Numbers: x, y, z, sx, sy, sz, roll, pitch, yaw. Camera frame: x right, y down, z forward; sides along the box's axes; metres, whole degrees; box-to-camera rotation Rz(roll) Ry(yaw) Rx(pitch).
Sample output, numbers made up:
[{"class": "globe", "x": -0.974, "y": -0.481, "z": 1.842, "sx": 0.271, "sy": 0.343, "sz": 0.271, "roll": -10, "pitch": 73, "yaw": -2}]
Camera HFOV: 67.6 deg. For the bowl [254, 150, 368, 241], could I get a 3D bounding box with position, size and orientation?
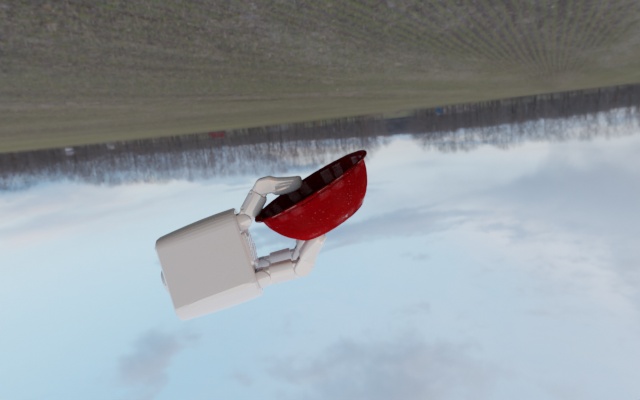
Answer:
[{"class": "bowl", "x": 0.001, "y": 0.002, "z": 0.592, "sx": 0.162, "sy": 0.055, "sz": 0.162, "roll": -32, "pitch": 10, "yaw": 6}]
